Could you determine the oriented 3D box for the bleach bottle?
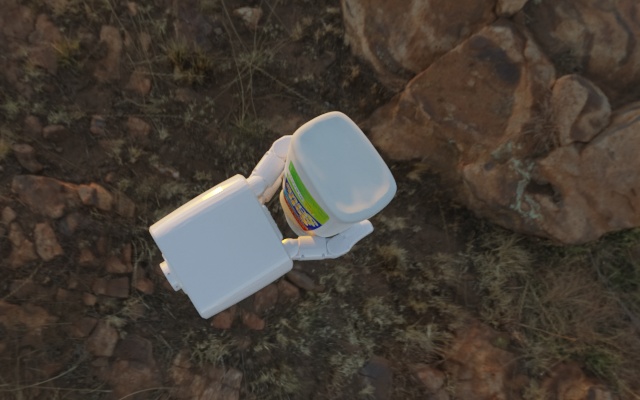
[{"bbox_3d":[0.000,0.002,0.522,0.068,0.102,0.251,-31,-9,-16],"label":"bleach bottle"}]
